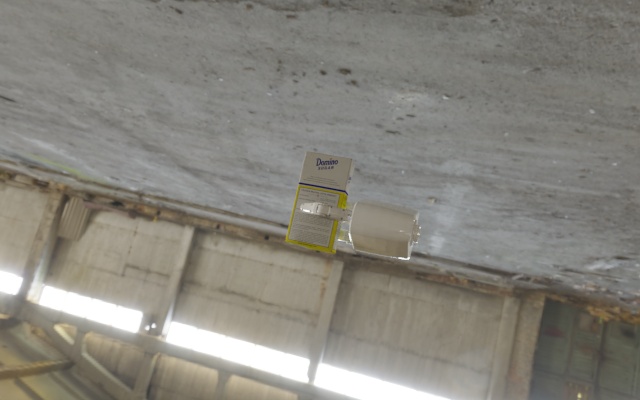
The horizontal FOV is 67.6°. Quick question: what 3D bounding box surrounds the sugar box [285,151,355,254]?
[{"bbox_3d":[0.000,0.003,0.890,0.093,0.176,0.048,12,-10,14],"label":"sugar box"}]
